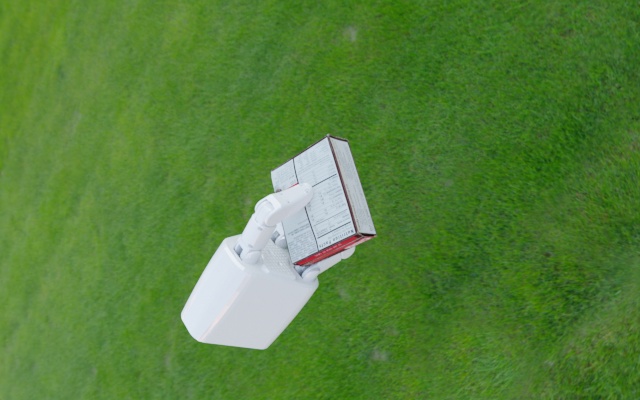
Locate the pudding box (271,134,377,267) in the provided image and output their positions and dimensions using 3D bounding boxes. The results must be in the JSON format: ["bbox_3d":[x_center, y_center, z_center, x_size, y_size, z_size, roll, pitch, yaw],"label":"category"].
[{"bbox_3d":[0.000,0.002,0.496,0.090,0.113,0.039,-28,-21,32],"label":"pudding box"}]
